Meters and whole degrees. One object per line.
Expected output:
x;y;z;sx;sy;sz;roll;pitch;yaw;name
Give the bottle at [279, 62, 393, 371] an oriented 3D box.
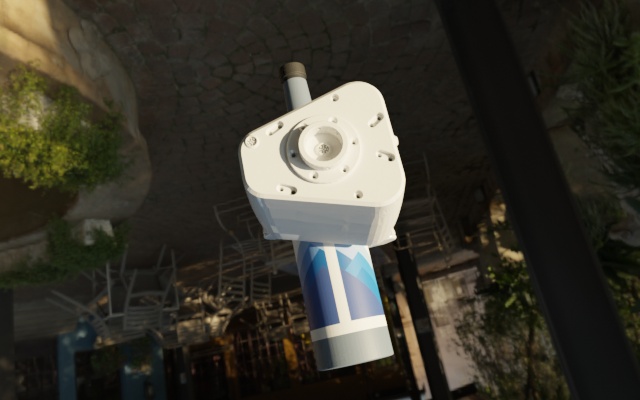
0.000;0.002;0.452;0.069;0.295;0.069;-11;-17;-4;bottle
